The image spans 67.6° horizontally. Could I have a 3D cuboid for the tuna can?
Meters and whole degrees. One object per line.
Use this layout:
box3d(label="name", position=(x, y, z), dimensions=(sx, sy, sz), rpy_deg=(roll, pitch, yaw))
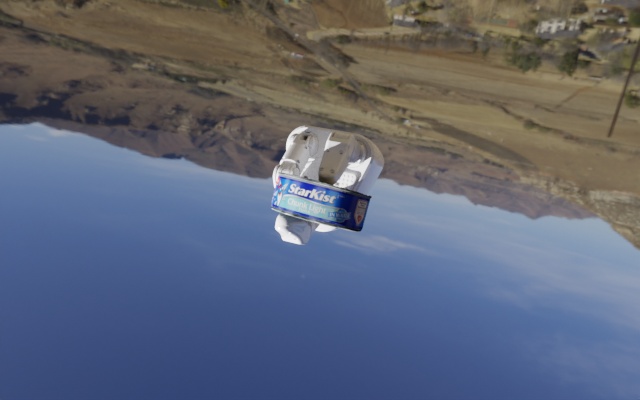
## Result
box3d(label="tuna can", position=(0.000, 0.002, 0.425), dimensions=(0.086, 0.034, 0.086), rpy_deg=(15, 1, 0))
